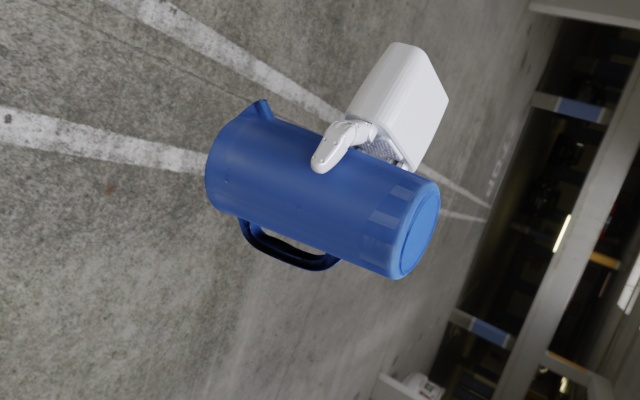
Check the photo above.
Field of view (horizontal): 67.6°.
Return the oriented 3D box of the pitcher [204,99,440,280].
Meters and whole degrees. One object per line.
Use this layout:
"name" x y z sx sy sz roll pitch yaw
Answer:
"pitcher" 0.000 0.002 0.537 0.243 0.145 0.149 23 -17 27
